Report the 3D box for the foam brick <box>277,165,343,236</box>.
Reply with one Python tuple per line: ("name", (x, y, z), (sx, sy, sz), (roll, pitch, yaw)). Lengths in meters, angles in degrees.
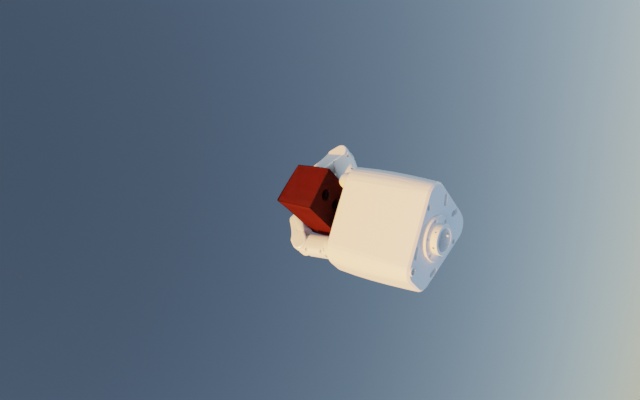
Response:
("foam brick", (0.000, 0.002, 0.558), (0.051, 0.053, 0.078), (11, -24, 42))
